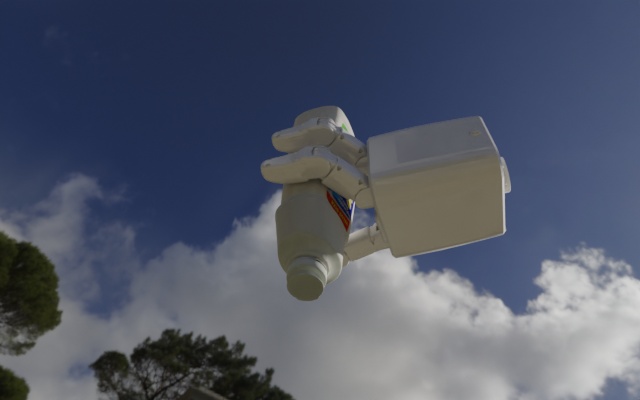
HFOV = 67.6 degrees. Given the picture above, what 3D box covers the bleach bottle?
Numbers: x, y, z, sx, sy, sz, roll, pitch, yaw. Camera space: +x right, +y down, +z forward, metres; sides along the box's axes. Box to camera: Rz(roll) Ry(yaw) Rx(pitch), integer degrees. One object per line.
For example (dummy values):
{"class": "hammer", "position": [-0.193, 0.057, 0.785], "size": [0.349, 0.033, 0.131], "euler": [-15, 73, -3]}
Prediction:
{"class": "bleach bottle", "position": [0.000, 0.001, 0.463], "size": [0.068, 0.103, 0.250], "euler": [-14, 32, 14]}
